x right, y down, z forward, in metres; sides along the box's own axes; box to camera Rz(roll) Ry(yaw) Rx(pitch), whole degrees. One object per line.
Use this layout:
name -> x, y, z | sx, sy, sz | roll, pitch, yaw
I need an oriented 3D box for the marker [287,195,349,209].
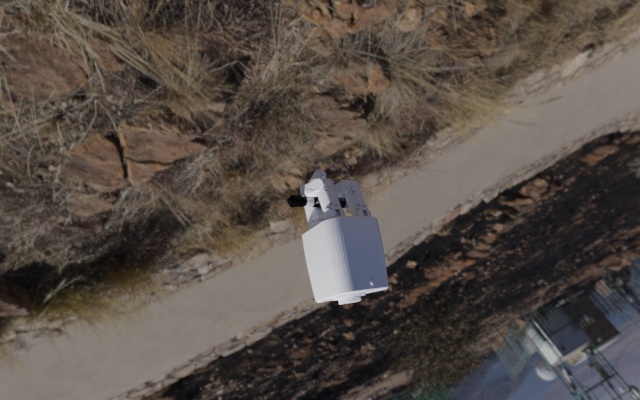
marker -> 0.000, 0.002, 0.734 | 0.121, 0.020, 0.020 | 2, -1, -40
